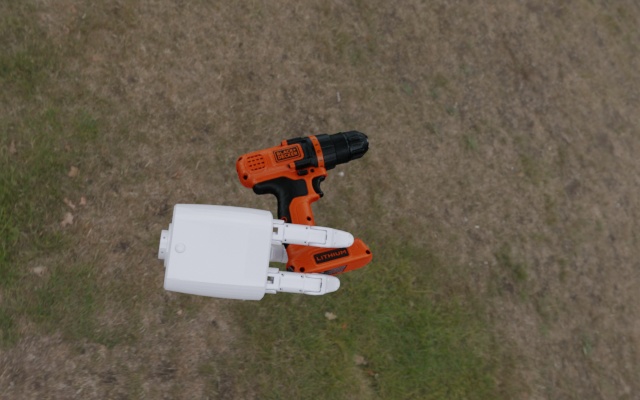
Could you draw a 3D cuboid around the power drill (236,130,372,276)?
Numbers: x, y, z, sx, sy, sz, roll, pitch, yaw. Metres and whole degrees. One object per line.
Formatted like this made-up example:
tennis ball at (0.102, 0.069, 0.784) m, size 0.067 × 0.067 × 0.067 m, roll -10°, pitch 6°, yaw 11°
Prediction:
power drill at (0.000, 0.002, 0.619) m, size 0.184 × 0.187 × 0.057 m, roll -16°, pitch -21°, yaw -11°
